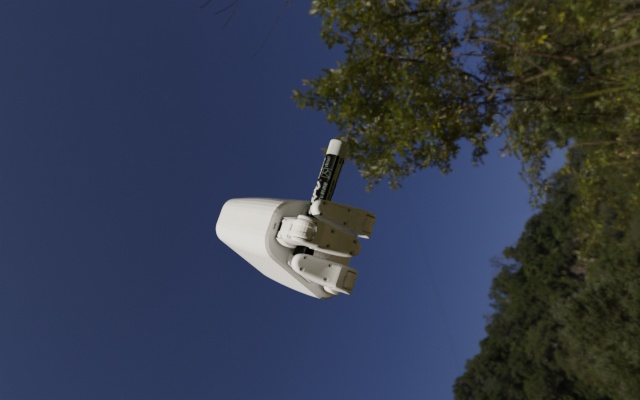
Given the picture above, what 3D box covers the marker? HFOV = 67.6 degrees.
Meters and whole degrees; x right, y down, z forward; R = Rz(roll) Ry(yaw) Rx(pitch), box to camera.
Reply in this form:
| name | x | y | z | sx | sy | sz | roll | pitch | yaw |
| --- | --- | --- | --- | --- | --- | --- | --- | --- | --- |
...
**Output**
| name | x | y | z | sx | sy | sz | roll | pitch | yaw |
| --- | --- | --- | --- | --- | --- | --- | --- | --- | --- |
| marker | 0.000 | 0.001 | 0.445 | 0.020 | 0.121 | 0.020 | 18 | -10 | 3 |
